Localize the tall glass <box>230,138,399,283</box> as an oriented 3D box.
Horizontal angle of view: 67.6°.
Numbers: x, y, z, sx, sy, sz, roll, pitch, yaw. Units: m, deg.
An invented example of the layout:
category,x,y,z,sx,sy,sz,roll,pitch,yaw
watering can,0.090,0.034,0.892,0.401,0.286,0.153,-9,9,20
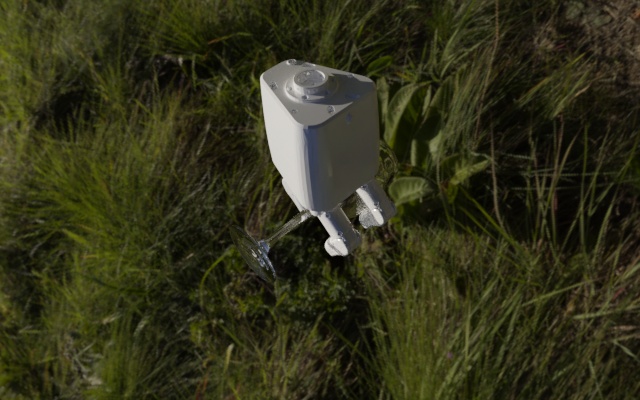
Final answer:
category,x,y,z,sx,sy,sz,roll,pitch,yaw
tall glass,0.000,0.002,0.539,0.201,0.079,0.079,-37,18,-25
